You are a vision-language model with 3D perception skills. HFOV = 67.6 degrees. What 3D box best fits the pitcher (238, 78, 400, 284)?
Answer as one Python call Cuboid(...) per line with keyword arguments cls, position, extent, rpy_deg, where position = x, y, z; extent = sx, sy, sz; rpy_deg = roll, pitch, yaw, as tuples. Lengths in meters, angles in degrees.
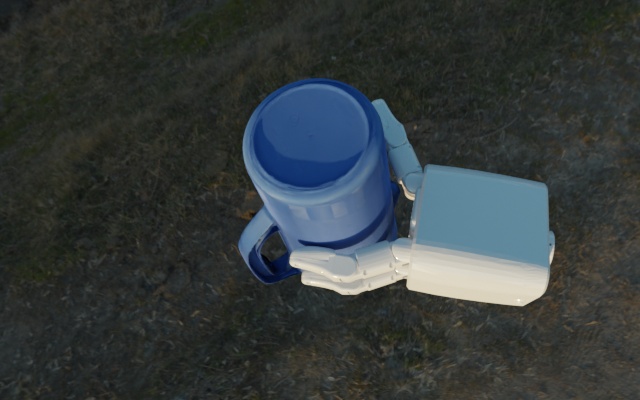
Cuboid(cls="pitcher", position=(0.000, 0.001, 0.459), extent=(0.145, 0.149, 0.243), rpy_deg=(8, -20, 12))
